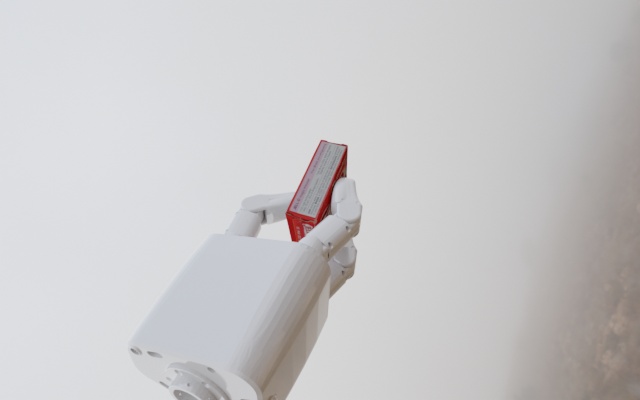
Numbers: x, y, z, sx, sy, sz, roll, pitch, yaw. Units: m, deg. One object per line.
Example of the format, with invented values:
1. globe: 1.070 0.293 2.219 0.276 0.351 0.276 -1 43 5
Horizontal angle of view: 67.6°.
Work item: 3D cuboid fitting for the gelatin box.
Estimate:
1. gelatin box: 0.000 0.001 0.439 0.030 0.089 0.073 15 -33 13
